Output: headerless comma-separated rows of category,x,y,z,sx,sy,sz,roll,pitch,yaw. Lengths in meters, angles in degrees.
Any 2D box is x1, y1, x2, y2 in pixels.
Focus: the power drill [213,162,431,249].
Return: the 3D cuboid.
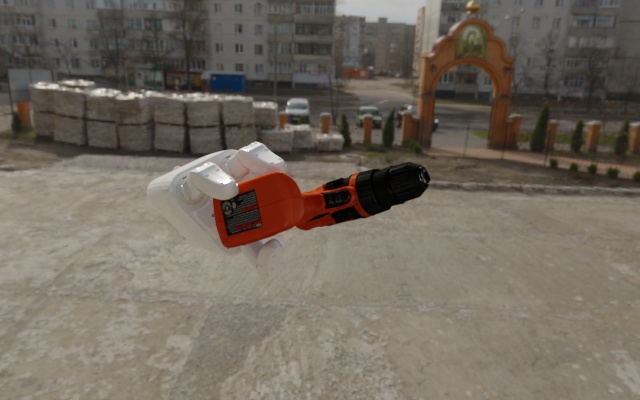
power drill,0.000,0.002,0.496,0.184,0.057,0.187,-20,-9,36
